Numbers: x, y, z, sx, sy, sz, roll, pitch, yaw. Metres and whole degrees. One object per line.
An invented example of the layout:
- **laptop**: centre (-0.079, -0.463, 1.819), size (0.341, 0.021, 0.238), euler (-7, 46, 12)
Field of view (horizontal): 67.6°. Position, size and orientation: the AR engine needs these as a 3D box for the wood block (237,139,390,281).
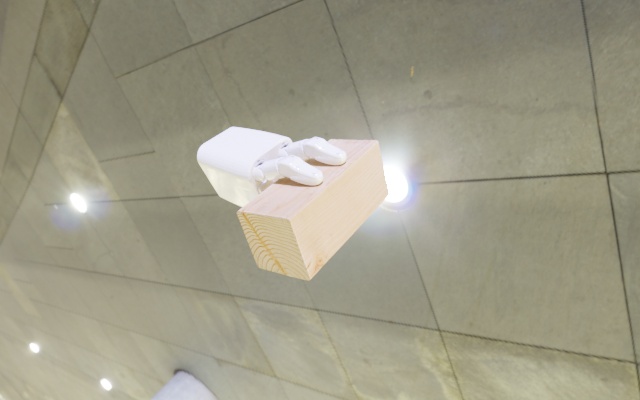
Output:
- **wood block**: centre (0.000, 0.002, 0.640), size (0.090, 0.091, 0.206), euler (7, 35, 37)
